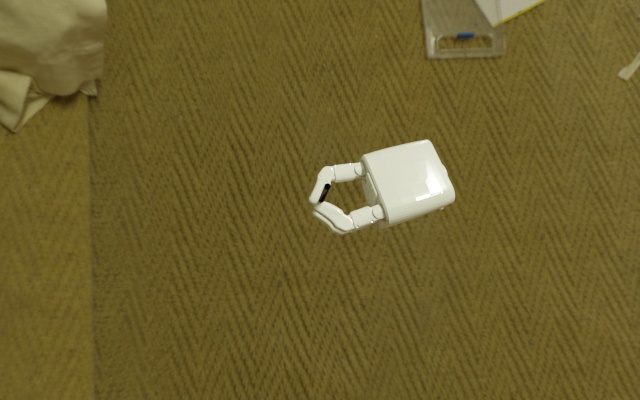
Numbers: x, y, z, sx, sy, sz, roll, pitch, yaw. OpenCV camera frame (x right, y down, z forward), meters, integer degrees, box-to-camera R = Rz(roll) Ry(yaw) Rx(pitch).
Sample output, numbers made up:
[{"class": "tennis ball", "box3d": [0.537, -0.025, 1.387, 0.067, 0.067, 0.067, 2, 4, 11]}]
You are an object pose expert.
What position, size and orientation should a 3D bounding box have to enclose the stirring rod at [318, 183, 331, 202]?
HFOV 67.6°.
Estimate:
[{"class": "stirring rod", "box3d": [0.000, 0.002, 0.685, 0.011, 0.011, 0.239, 0, -9, -4]}]
